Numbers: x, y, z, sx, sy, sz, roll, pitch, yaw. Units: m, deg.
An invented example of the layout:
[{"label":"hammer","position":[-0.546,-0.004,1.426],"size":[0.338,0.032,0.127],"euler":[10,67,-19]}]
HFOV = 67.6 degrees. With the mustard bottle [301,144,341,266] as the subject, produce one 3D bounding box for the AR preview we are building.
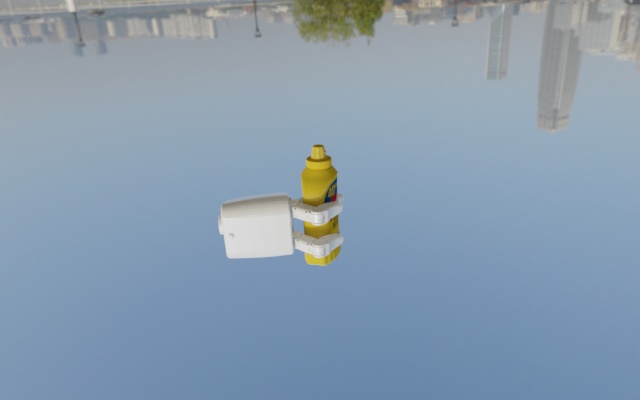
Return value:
[{"label":"mustard bottle","position":[0.000,0.003,0.782],"size":[0.058,0.192,0.096],"euler":[4,23,17]}]
